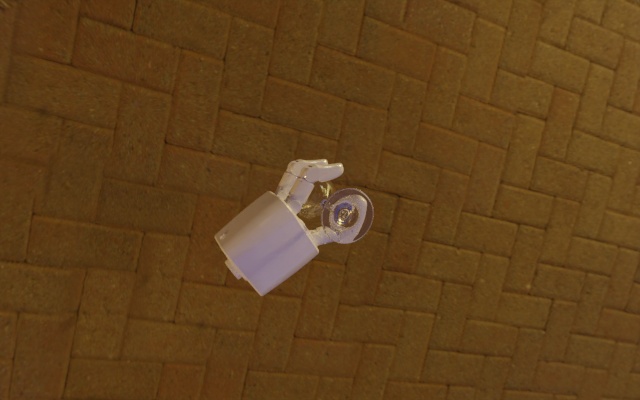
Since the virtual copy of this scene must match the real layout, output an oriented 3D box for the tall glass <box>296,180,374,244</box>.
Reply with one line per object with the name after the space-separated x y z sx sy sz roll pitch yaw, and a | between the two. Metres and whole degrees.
0.001 0.002 0.707 0.079 0.079 0.201 0 11 -21 | tall glass
